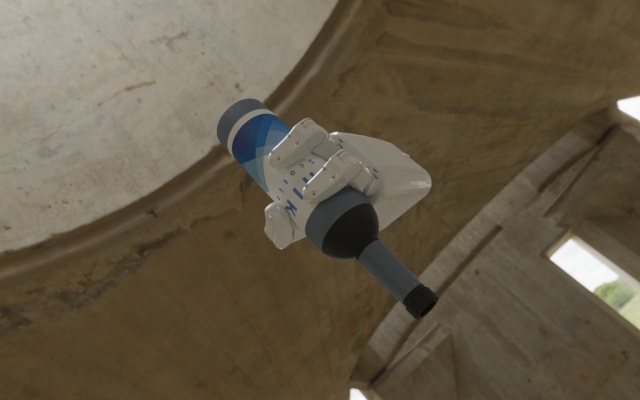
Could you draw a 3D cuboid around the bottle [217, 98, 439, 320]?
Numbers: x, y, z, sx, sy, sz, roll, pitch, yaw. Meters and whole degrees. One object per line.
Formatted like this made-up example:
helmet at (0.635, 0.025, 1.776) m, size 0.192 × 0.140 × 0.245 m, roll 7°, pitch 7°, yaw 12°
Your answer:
bottle at (0.000, 0.001, 0.475) m, size 0.069 × 0.069 × 0.295 m, roll 0°, pitch 38°, yaw -51°
